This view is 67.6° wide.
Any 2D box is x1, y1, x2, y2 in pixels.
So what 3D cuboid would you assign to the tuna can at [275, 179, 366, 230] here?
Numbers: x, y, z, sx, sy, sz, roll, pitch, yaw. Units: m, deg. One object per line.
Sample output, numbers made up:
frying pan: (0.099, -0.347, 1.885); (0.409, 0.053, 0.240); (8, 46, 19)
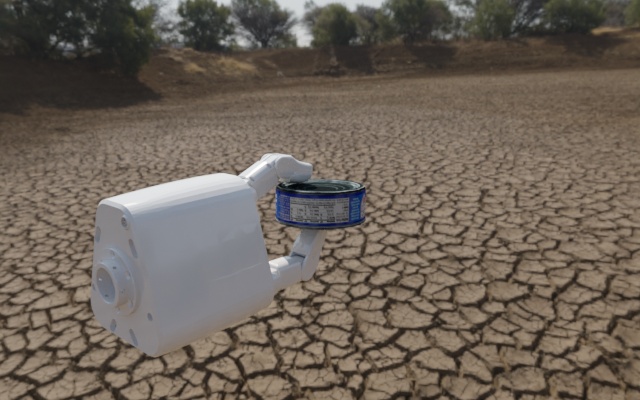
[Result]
tuna can: (0.000, 0.001, 0.449); (0.086, 0.034, 0.086); (0, 10, 0)
